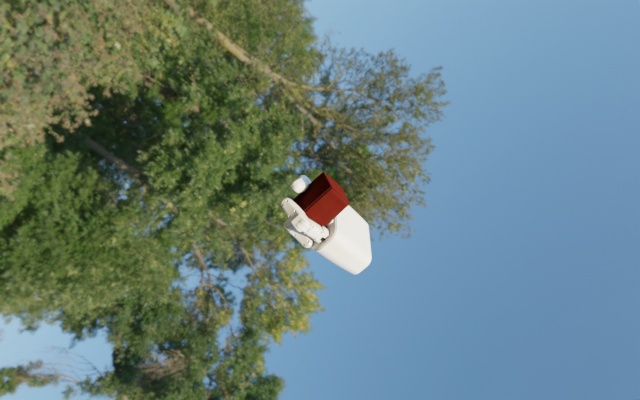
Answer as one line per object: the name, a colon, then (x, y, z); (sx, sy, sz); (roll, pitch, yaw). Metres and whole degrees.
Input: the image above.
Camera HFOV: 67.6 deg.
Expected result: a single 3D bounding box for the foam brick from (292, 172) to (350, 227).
foam brick: (0.000, 0.002, 0.797); (0.051, 0.078, 0.053); (38, 18, -33)
